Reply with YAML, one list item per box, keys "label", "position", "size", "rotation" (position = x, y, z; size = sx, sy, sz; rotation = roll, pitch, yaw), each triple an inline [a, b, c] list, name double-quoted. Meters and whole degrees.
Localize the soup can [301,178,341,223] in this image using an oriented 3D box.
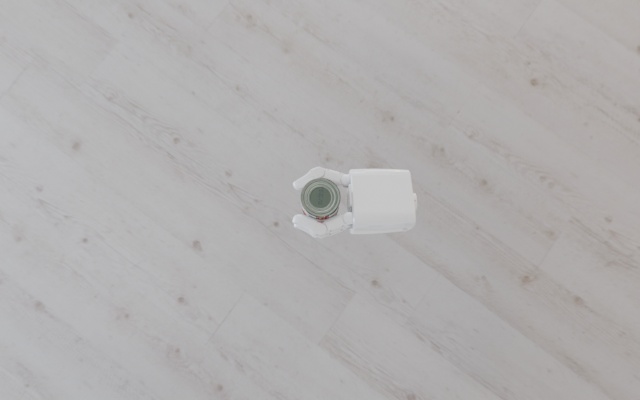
- label: "soup can"
  position: [0.000, 0.003, 0.830]
  size: [0.068, 0.068, 0.102]
  rotation: [0, -9, 0]
